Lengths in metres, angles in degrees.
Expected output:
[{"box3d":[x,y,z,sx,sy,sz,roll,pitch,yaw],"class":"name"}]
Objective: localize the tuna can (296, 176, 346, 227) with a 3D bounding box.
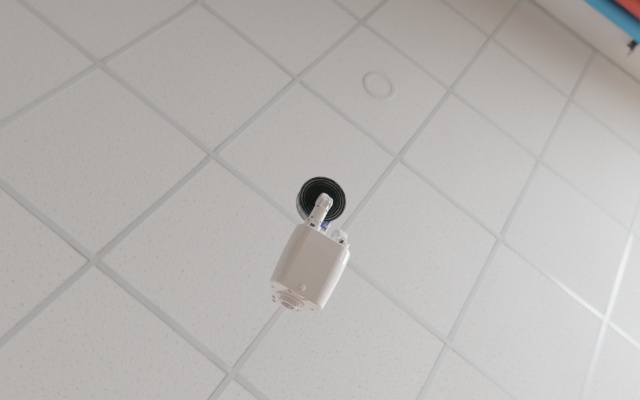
[{"box3d":[0.000,0.003,0.848,0.086,0.086,0.034,0,-21,-16],"class":"tuna can"}]
